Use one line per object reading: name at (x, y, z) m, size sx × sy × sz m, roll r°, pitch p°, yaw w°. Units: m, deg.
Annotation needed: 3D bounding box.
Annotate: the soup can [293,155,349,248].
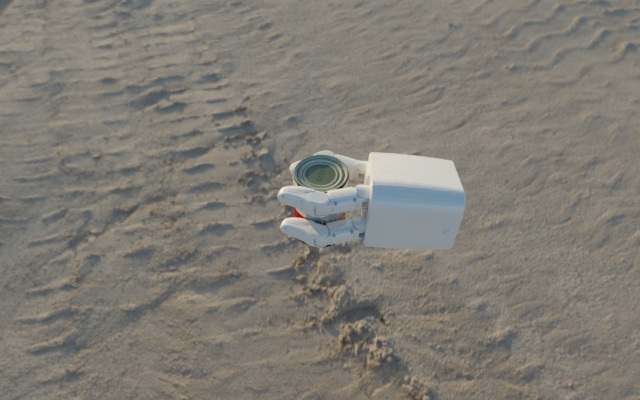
soup can at (0.000, 0.002, 0.596) m, size 0.068 × 0.068 × 0.102 m, roll 0°, pitch -43°, yaw -1°
